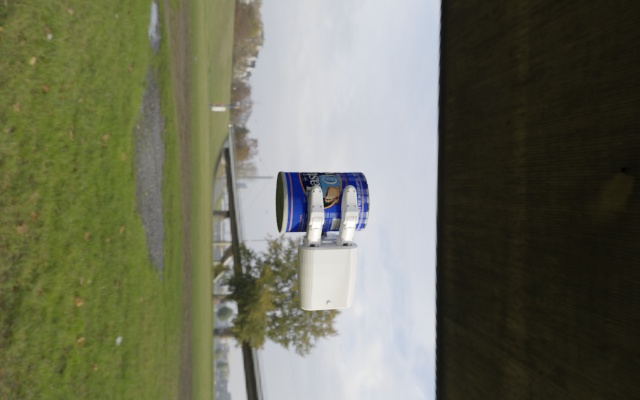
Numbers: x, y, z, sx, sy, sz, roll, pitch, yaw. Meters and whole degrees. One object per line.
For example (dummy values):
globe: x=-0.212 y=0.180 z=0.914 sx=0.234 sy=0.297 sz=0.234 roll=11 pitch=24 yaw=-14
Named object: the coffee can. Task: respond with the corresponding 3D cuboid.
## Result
coffee can: x=0.000 y=0.002 z=0.799 sx=0.140 sy=0.103 sz=0.103 roll=0 pitch=0 yaw=-12
